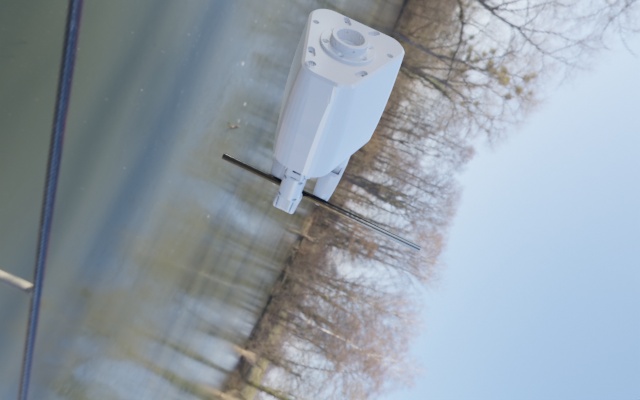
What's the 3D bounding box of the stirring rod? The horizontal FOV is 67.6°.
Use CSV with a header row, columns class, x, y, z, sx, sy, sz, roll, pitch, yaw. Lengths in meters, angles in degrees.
class,x,y,z,sx,sy,sz,roll,pitch,yaw
stirring rod,0.000,0.002,0.529,0.239,0.011,0.011,25,1,2
